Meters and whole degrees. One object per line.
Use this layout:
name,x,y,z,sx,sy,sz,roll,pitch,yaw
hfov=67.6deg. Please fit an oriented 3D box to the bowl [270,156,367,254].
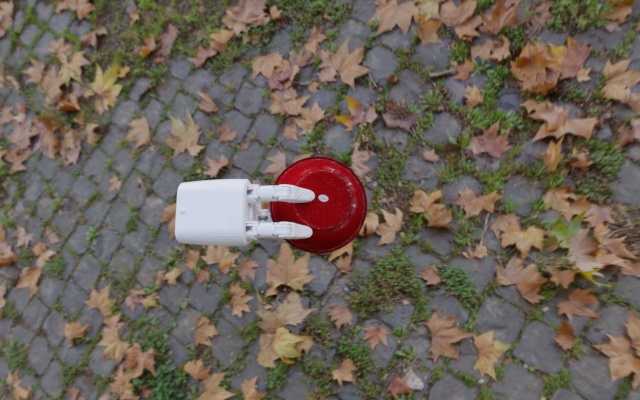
bowl,0.001,0.002,0.758,0.162,0.162,0.055,0,-9,-6
